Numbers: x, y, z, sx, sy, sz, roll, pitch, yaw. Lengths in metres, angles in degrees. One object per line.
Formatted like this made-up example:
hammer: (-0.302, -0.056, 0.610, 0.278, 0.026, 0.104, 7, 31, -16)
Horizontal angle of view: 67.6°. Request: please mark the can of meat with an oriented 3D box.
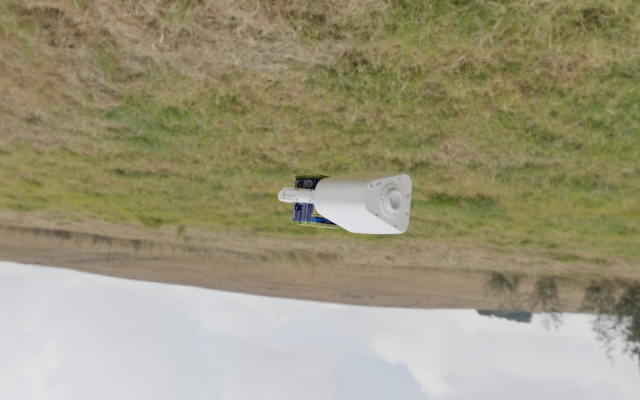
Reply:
can of meat: (0.000, 0.003, 0.813, 0.102, 0.084, 0.057, 10, -6, -44)
